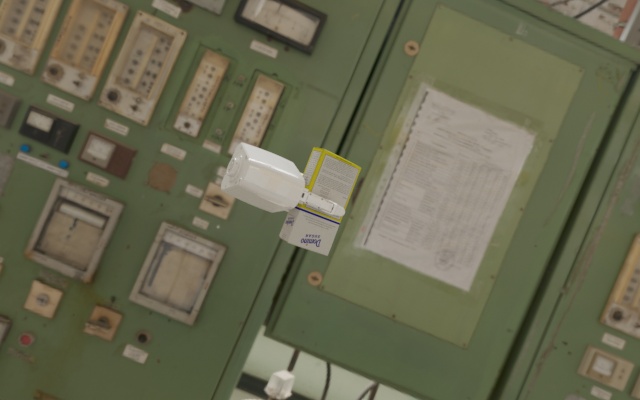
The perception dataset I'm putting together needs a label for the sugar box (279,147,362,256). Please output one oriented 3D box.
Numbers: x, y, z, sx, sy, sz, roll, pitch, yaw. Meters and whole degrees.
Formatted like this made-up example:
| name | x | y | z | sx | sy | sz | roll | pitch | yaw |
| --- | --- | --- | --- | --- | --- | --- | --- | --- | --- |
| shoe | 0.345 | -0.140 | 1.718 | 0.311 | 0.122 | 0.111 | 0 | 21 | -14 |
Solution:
| name | x | y | z | sx | sy | sz | roll | pitch | yaw |
| --- | --- | --- | --- | --- | --- | --- | --- | --- | --- |
| sugar box | 0.000 | 0.003 | 0.866 | 0.093 | 0.176 | 0.048 | 23 | 1 | -31 |
